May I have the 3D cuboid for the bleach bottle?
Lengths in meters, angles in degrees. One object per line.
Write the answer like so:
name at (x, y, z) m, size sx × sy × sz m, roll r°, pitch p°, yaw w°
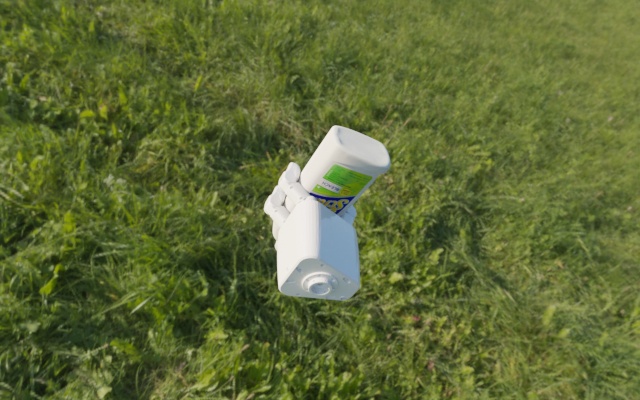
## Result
bleach bottle at (0.000, 0.002, 0.757) m, size 0.102 × 0.068 × 0.251 m, roll 19°, pitch -51°, yaw -21°
